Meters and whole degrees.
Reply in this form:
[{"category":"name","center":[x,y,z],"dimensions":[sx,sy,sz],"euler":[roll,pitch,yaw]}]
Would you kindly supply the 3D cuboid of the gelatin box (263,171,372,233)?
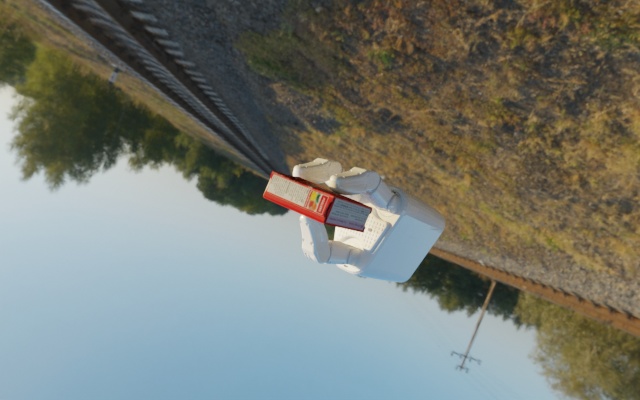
[{"category":"gelatin box","center":[0.000,0.002,0.466],"dimensions":[0.073,0.030,0.089],"euler":[23,4,30]}]
